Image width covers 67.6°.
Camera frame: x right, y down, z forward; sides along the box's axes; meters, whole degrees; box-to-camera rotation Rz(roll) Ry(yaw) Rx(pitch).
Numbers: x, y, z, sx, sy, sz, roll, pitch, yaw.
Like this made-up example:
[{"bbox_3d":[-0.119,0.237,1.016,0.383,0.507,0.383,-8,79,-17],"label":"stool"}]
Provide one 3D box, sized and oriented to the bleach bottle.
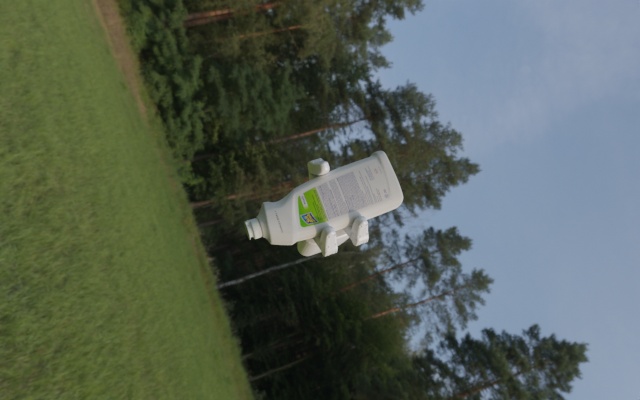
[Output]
[{"bbox_3d":[0.000,0.003,0.761,0.251,0.102,0.068,-17,-15,-16],"label":"bleach bottle"}]
